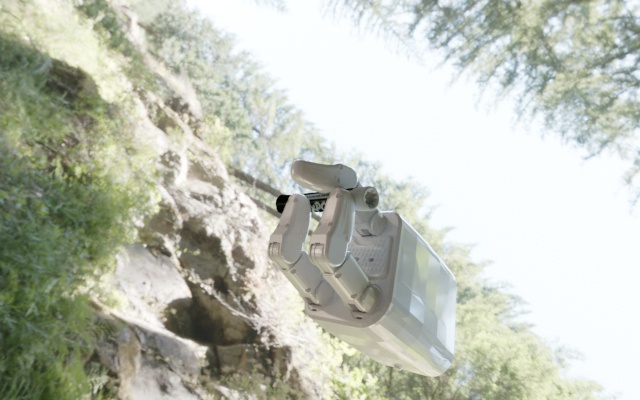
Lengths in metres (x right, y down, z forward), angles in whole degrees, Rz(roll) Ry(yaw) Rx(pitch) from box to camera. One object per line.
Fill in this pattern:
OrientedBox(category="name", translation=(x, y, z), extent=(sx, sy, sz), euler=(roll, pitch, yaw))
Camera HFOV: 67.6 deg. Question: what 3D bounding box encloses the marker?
OrientedBox(category="marker", translation=(0.000, 0.001, 0.406), extent=(0.020, 0.020, 0.121), euler=(0, -3, -40))
